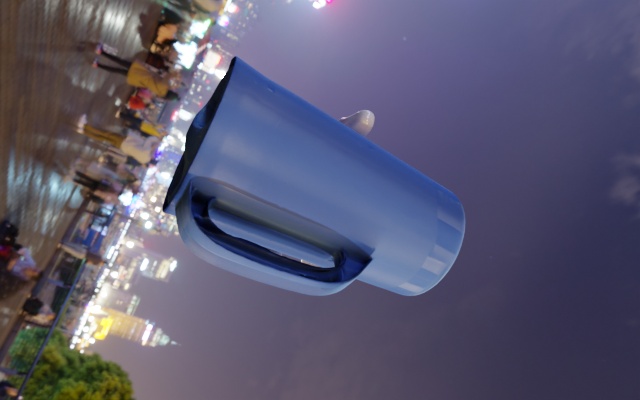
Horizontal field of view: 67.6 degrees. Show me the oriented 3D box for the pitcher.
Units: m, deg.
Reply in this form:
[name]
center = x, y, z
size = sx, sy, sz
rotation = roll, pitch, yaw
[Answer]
[pitcher]
center = 0.000, 0.001, 0.405
size = 0.243, 0.149, 0.145
rotation = 25, -5, -20
